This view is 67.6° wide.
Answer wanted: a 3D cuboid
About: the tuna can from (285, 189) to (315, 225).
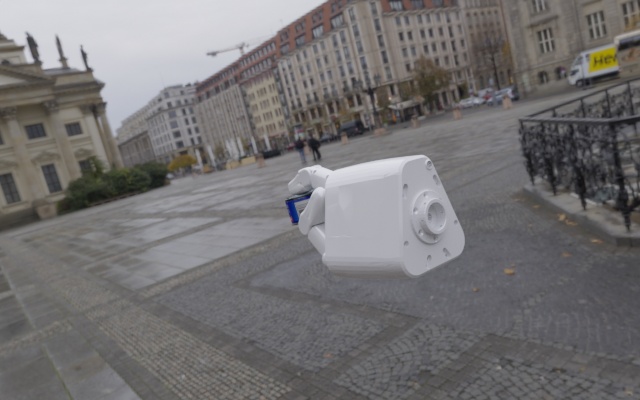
[{"bbox_3d":[0.000,0.001,0.594,0.086,0.034,0.086,-18,4,1],"label":"tuna can"}]
